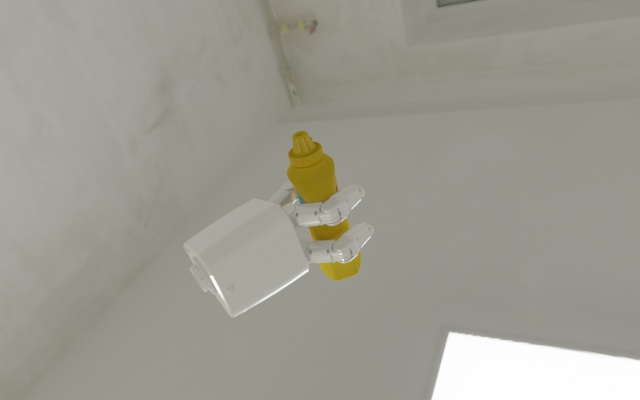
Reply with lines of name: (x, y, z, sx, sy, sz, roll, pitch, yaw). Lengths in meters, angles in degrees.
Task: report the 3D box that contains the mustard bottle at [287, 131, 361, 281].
mustard bottle: (0.000, 0.002, 0.593, 0.058, 0.192, 0.096, -18, 32, 0)
